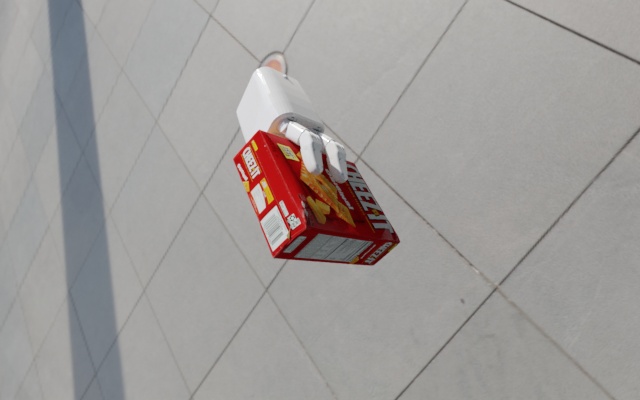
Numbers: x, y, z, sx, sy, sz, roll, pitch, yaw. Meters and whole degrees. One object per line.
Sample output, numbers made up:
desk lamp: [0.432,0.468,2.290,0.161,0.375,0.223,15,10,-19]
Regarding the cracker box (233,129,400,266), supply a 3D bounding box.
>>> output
cracker box: [0.000,0.002,0.672,0.072,0.164,0.214,-43,-33,27]
